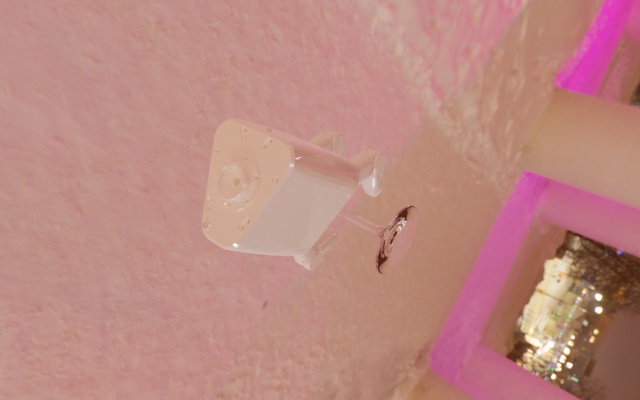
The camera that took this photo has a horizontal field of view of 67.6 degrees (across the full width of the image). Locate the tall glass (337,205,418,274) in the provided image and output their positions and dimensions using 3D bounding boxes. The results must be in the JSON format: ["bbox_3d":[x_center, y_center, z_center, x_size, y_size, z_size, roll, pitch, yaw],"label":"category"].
[{"bbox_3d":[0.001,0.002,0.520,0.201,0.079,0.079,26,14,31],"label":"tall glass"}]
